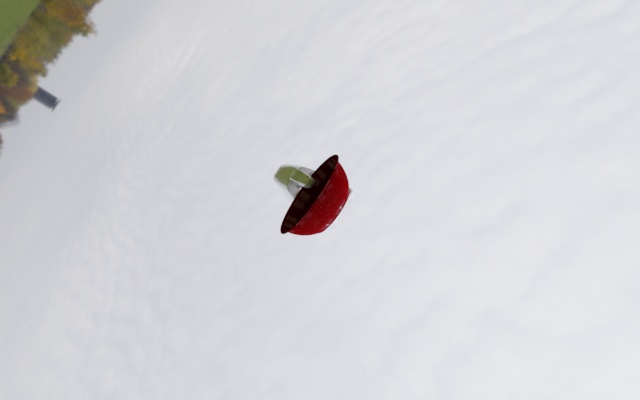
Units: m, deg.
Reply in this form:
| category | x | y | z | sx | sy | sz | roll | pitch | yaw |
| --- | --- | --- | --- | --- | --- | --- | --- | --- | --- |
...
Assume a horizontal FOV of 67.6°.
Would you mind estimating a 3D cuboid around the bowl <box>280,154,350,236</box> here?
| category | x | y | z | sx | sy | sz | roll | pitch | yaw |
| --- | --- | --- | --- | --- | --- | --- | --- | --- | --- |
| bowl | 0.001 | 0.003 | 0.803 | 0.055 | 0.162 | 0.162 | 35 | -9 | -12 |
